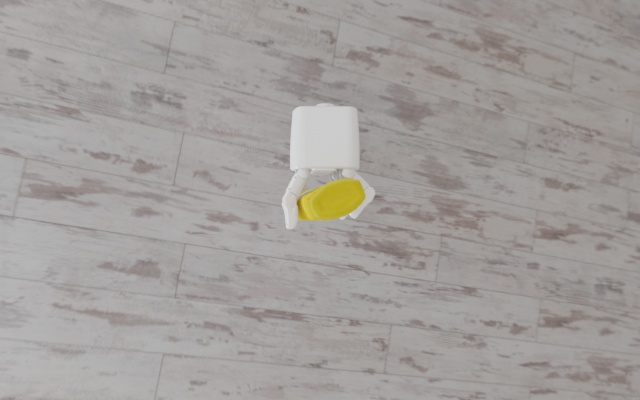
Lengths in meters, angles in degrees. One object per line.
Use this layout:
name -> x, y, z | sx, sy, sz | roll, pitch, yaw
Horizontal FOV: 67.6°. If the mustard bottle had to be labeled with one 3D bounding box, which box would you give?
mustard bottle -> 0.000, 0.003, 0.830 | 0.096, 0.058, 0.191 | -24, 4, -17
